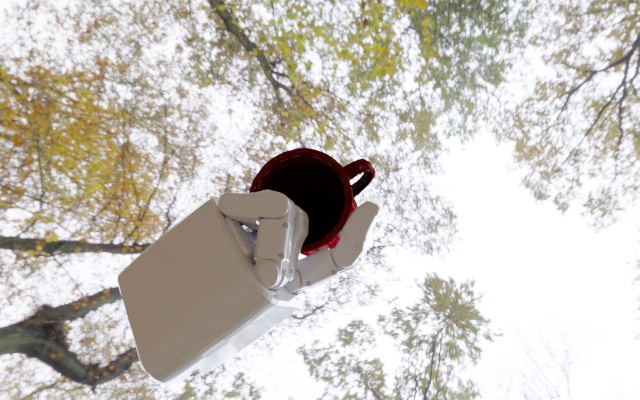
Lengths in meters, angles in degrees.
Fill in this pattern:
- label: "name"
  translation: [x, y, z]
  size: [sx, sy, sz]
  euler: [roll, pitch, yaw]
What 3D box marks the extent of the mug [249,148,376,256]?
- label: "mug"
  translation: [0.001, 0.001, 0.443]
  size: [0.117, 0.093, 0.081]
  euler: [-37, -20, 2]
